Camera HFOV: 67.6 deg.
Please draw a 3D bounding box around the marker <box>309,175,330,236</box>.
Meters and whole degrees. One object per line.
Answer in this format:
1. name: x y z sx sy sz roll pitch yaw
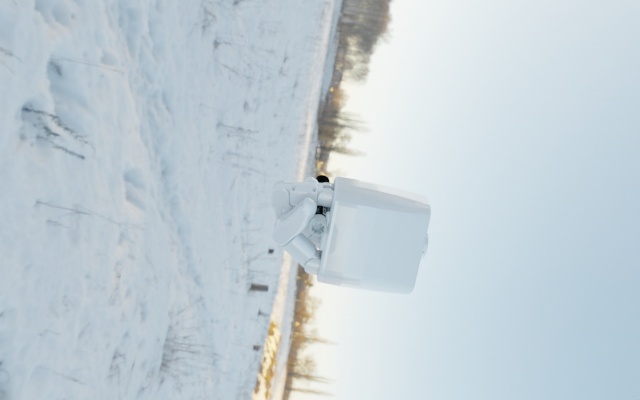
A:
1. marker: 0.000 0.002 0.540 0.020 0.020 0.121 0 27 3
